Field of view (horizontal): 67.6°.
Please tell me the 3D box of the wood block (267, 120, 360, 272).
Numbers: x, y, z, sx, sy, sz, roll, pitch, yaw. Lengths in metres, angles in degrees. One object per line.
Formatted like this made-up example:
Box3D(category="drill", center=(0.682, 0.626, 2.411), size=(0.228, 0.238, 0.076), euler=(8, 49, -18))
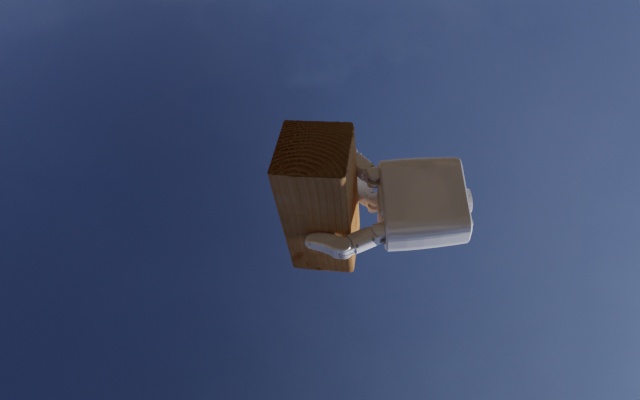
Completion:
Box3D(category="wood block", center=(0.000, 0.002, 0.627), size=(0.090, 0.090, 0.206), euler=(4, -38, 10))
